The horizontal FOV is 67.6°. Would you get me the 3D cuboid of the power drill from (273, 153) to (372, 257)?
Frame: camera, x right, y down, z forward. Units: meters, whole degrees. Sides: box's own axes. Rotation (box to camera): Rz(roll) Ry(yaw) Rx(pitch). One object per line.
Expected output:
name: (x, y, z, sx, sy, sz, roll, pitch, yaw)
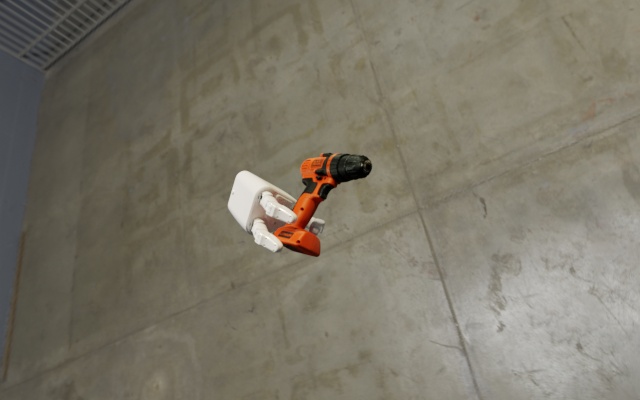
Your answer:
power drill: (0.000, 0.003, 0.837, 0.057, 0.187, 0.184, 34, -17, -28)
